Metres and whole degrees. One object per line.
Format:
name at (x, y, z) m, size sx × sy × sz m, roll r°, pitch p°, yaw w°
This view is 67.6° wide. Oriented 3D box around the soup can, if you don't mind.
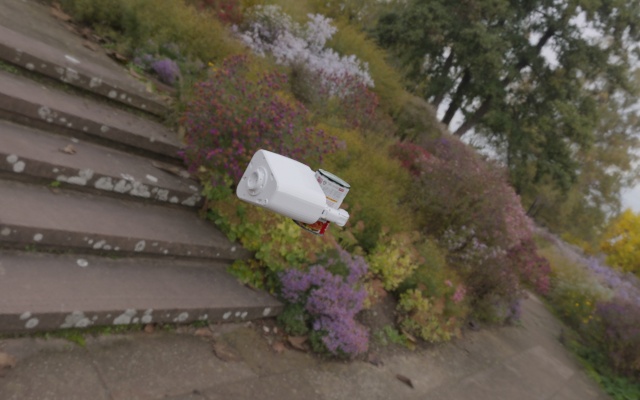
soup can at (0.001, 0.003, 0.861) m, size 0.068 × 0.102 × 0.068 m, roll 28°, pitch 10°, yaw -6°
